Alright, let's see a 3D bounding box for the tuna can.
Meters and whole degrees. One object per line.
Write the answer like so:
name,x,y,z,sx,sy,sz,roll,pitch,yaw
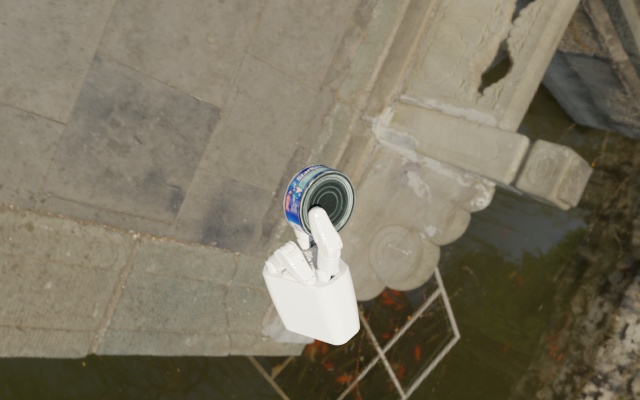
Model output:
tuna can,0.000,0.002,0.568,0.086,0.086,0.033,0,14,-39
